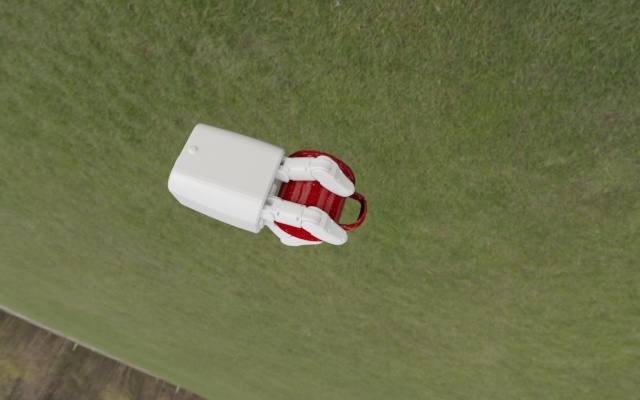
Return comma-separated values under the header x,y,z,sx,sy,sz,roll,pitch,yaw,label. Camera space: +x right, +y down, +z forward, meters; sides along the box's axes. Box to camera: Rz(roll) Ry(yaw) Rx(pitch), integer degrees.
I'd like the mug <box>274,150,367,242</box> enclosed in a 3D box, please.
x,y,z,sx,sy,sz,roll,pitch,yaw,label
0.001,0.003,0.590,0.117,0.081,0.093,20,-30,-2,mug
